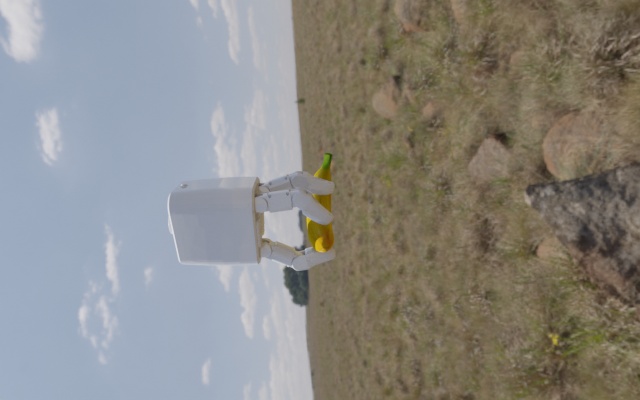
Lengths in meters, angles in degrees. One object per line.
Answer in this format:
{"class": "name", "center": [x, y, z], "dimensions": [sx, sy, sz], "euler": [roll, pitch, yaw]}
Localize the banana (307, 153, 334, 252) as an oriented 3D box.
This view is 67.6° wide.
{"class": "banana", "center": [-0.001, 0.014, 0.676], "dimensions": [0.037, 0.070, 0.197], "euler": [2, 41, -2]}
